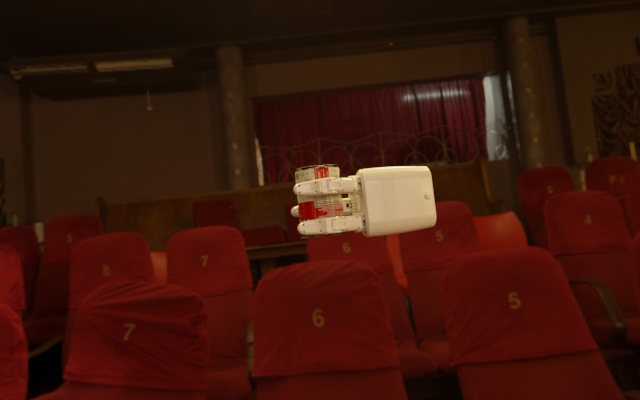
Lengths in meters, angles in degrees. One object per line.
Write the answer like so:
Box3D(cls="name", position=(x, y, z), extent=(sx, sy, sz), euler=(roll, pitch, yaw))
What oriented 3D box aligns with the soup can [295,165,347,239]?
Box3D(cls="soup can", position=(0.000, 0.002, 0.705), extent=(0.068, 0.102, 0.068), euler=(-6, -3, 0))
